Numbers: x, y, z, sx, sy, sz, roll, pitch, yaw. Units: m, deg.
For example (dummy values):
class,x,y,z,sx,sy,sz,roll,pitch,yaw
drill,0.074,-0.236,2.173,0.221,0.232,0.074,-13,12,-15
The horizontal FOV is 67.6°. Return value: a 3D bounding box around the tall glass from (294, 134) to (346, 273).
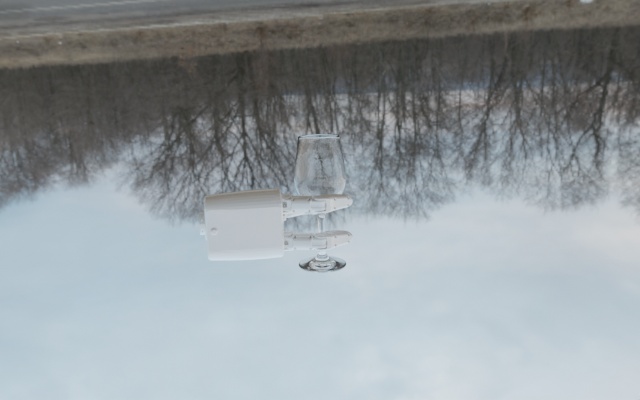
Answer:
class,x,y,z,sx,sy,sz,roll,pitch,yaw
tall glass,0.000,0.003,0.723,0.079,0.201,0.079,-1,12,0
